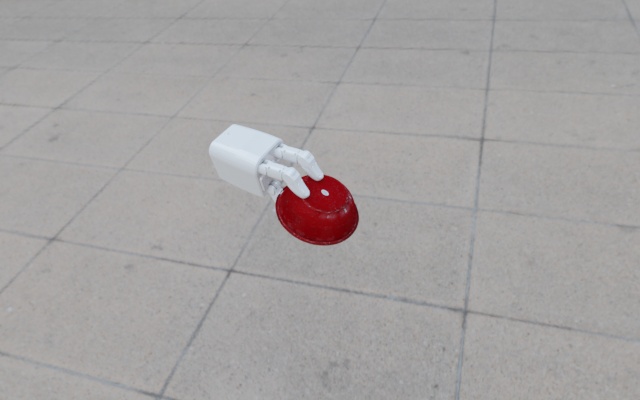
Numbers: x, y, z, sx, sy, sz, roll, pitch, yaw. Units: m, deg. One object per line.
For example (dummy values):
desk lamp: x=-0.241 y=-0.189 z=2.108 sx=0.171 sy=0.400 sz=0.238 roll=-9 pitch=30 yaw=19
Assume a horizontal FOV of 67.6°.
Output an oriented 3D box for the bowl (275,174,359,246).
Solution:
bowl: x=0.002 y=0.003 z=0.882 sx=0.162 sy=0.162 sz=0.055 roll=0 pitch=-40 yaw=-17
